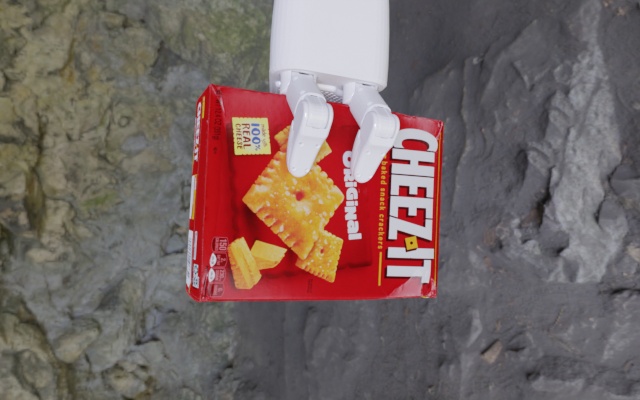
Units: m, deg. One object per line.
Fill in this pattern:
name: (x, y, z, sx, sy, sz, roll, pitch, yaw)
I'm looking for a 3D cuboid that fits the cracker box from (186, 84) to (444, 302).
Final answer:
cracker box: (0.000, 0.001, 0.412, 0.214, 0.164, 0.072, 4, -2, -22)
